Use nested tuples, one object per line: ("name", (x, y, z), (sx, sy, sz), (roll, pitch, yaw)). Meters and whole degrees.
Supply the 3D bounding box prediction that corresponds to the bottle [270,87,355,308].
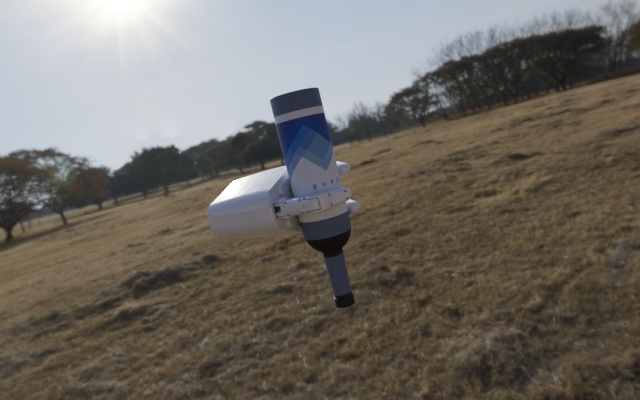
("bottle", (0.000, 0.002, 0.643), (0.069, 0.296, 0.069), (-14, 7, 2))
